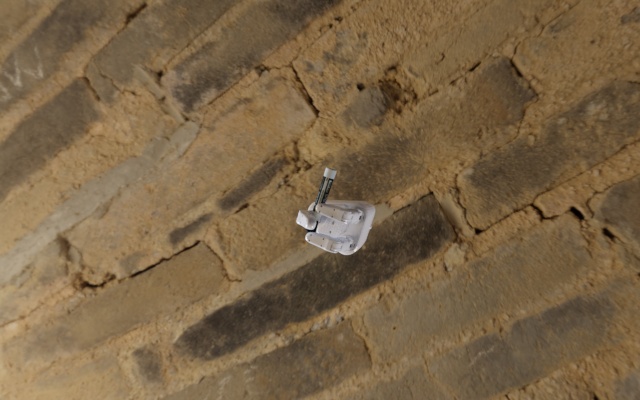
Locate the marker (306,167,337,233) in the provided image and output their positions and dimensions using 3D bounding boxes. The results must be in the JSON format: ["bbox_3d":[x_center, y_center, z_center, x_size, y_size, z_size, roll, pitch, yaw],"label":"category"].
[{"bbox_3d":[0.000,0.003,0.825,0.020,0.121,0.020,18,8,-3],"label":"marker"}]
